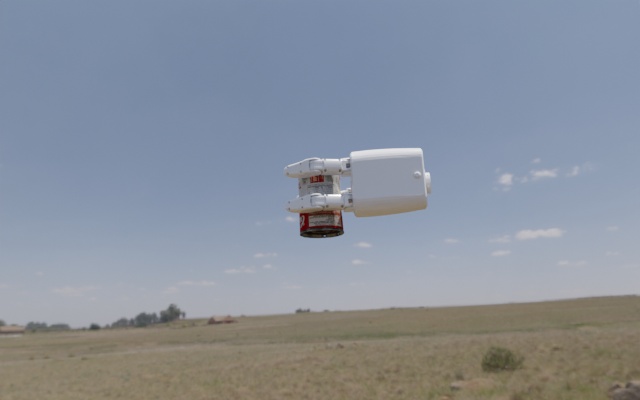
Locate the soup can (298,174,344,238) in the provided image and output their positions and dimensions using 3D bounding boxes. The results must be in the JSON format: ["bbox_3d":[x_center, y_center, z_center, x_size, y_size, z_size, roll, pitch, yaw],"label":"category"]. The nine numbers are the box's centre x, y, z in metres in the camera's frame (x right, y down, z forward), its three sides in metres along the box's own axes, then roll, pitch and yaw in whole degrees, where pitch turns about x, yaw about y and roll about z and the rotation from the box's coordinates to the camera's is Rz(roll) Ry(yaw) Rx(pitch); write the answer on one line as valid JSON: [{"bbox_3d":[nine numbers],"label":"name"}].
[{"bbox_3d":[0.000,0.002,0.738,0.068,0.102,0.068,-2,-14,-1],"label":"soup can"}]
